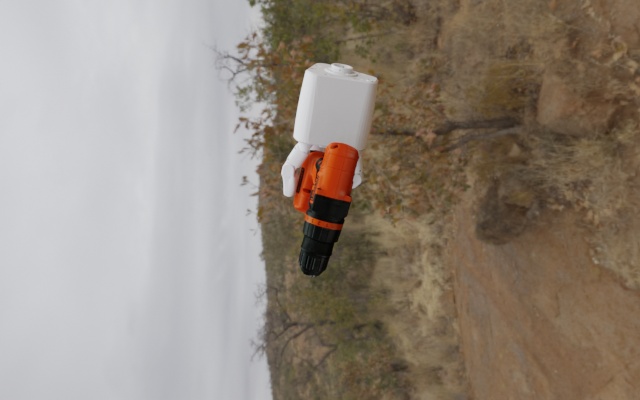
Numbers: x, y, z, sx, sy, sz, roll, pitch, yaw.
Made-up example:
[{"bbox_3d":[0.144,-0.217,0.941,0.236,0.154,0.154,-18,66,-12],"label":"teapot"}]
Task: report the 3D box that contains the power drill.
[{"bbox_3d":[0.000,0.002,0.702,0.057,0.184,0.187,15,8,-12],"label":"power drill"}]
